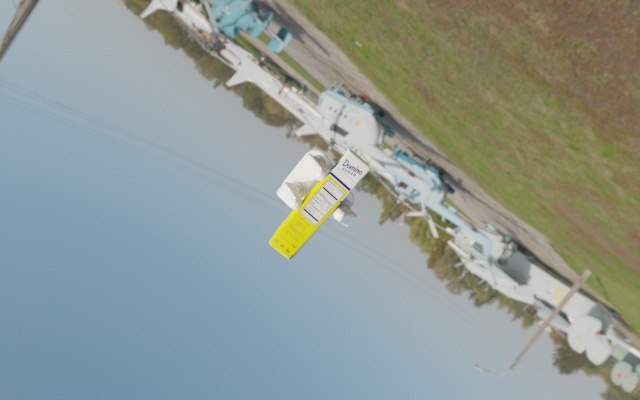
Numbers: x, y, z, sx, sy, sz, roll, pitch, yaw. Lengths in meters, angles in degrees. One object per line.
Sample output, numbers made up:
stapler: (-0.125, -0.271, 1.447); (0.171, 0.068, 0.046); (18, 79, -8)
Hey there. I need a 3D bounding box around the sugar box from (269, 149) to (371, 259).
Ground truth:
sugar box: (0.000, 0.002, 0.706); (0.048, 0.176, 0.093); (39, 7, -3)
